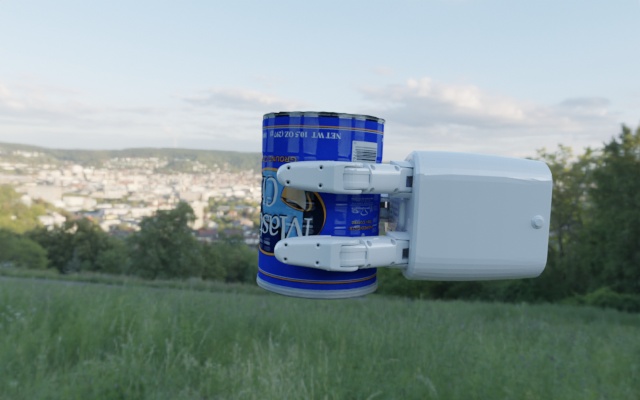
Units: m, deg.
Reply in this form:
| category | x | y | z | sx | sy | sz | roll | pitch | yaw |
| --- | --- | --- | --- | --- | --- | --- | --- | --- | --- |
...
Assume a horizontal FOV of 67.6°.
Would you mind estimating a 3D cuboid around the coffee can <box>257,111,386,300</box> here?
| category | x | y | z | sx | sy | sz | roll | pitch | yaw |
| --- | --- | --- | --- | --- | --- | --- | --- | --- | --- |
| coffee can | 0.000 | 0.001 | 0.403 | 0.103 | 0.140 | 0.103 | 2 | 4 | 0 |
